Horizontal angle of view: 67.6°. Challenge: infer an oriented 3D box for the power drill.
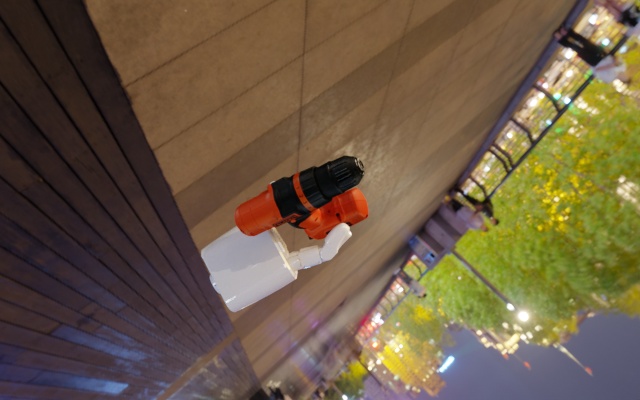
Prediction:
[{"bbox_3d":[0.000,0.002,0.662,0.184,0.057,0.188,-23,-19,20],"label":"power drill"}]
